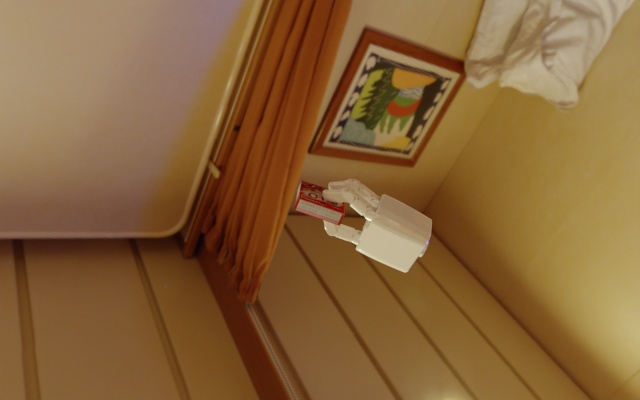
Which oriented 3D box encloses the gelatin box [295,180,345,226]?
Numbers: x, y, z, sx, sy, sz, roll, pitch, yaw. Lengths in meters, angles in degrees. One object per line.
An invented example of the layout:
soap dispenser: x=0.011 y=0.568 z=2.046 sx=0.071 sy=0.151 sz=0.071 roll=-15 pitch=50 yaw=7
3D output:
gelatin box: x=0.000 y=0.003 z=0.877 sx=0.089 sy=0.030 sz=0.073 roll=19 pitch=28 yaw=-7
